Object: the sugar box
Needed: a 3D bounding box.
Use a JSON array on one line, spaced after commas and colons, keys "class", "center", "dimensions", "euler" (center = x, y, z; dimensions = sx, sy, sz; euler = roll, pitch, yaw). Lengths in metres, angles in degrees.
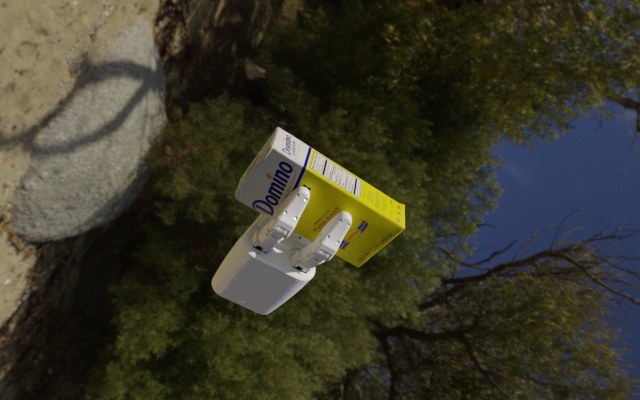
[{"class": "sugar box", "center": [0.000, 0.002, 0.545], "dimensions": [0.176, 0.048, 0.093], "euler": [28, -50, -17]}]
